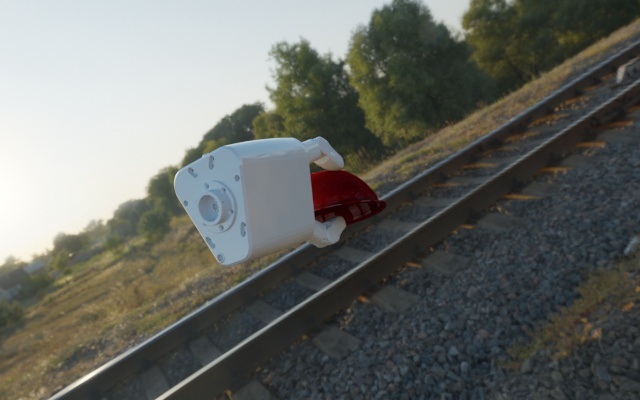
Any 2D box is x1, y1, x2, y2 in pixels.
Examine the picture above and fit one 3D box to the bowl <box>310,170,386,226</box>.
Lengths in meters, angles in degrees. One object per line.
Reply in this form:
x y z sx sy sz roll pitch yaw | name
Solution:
0.000 0.002 0.616 0.162 0.055 0.162 -13 -13 -3 | bowl
